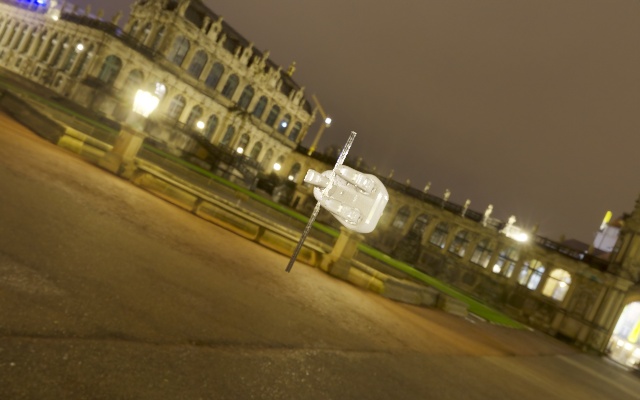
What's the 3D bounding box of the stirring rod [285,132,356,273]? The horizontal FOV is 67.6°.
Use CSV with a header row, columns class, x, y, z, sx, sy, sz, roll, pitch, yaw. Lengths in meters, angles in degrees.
class,x,y,z,sx,sy,sz,roll,pitch,yaw
stirring rod,0.000,0.003,0.744,0.011,0.239,0.011,26,-1,0
